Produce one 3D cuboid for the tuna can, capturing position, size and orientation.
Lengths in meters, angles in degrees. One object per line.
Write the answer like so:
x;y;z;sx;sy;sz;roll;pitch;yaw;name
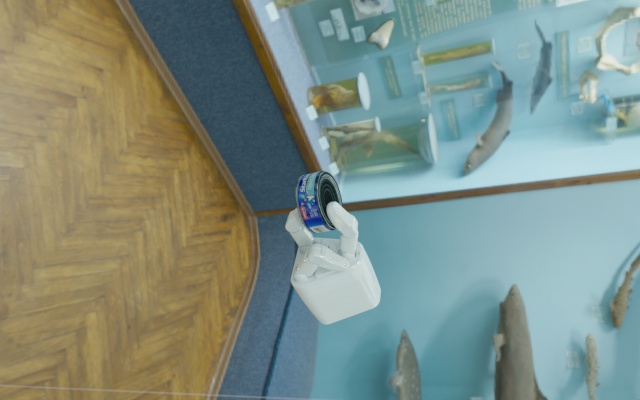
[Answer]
0.001;0.002;0.672;0.034;0.086;0.086;-11;-5;25;tuna can
